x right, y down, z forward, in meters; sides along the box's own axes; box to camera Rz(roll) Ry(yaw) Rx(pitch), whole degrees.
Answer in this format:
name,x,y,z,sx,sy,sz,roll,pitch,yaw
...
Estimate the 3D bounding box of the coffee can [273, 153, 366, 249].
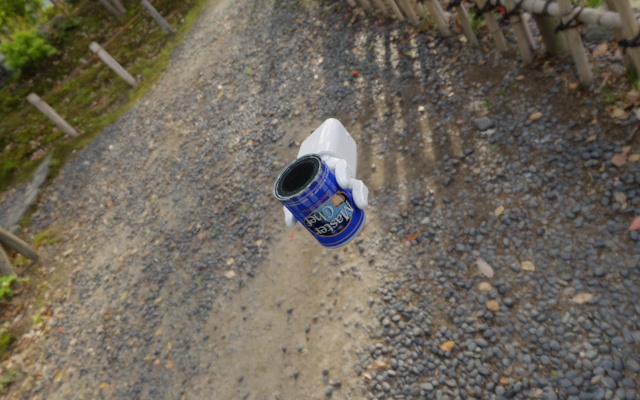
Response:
name,x,y,z,sx,sy,sz,roll,pitch,yaw
coffee can,0.000,0.003,0.828,0.103,0.102,0.140,0,-39,46
